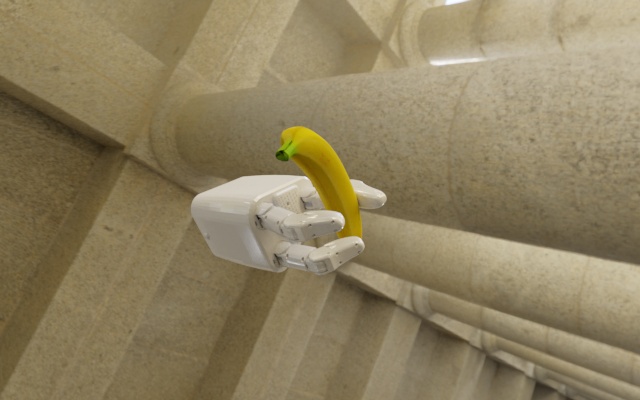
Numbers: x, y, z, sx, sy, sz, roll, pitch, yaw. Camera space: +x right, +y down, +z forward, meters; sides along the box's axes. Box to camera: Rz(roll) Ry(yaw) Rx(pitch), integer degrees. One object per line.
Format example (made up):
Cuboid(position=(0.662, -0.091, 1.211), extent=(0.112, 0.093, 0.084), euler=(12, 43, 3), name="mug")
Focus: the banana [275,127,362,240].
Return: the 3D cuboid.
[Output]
Cuboid(position=(0.003, -0.016, 0.492), extent=(0.037, 0.069, 0.198), euler=(0, -30, 28), name="banana")
